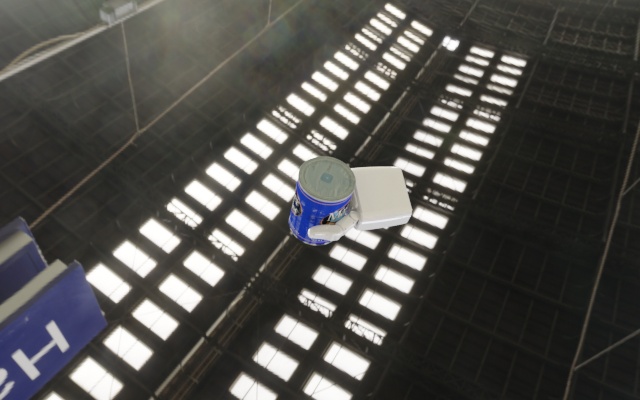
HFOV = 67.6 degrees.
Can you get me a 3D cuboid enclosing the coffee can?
[{"bbox_3d":[0.000,0.003,0.883,0.103,0.102,0.140,0,-38,-13],"label":"coffee can"}]
